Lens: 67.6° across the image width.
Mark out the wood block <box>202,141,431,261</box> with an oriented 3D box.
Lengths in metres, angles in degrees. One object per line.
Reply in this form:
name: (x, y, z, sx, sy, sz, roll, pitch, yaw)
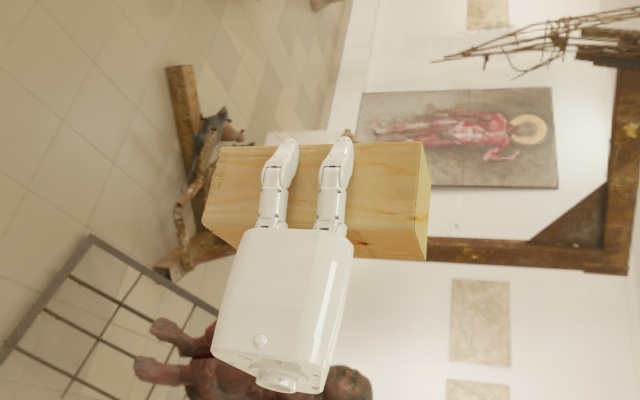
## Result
wood block: (0.000, 0.002, 0.482, 0.206, 0.090, 0.091, 1, -24, 19)
